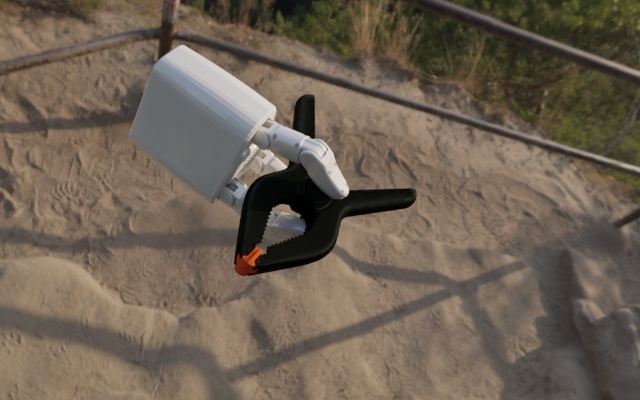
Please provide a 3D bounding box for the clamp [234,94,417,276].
[{"bbox_3d":[0.000,0.001,0.458,0.164,0.210,0.036,37,-38,-3],"label":"clamp"}]
